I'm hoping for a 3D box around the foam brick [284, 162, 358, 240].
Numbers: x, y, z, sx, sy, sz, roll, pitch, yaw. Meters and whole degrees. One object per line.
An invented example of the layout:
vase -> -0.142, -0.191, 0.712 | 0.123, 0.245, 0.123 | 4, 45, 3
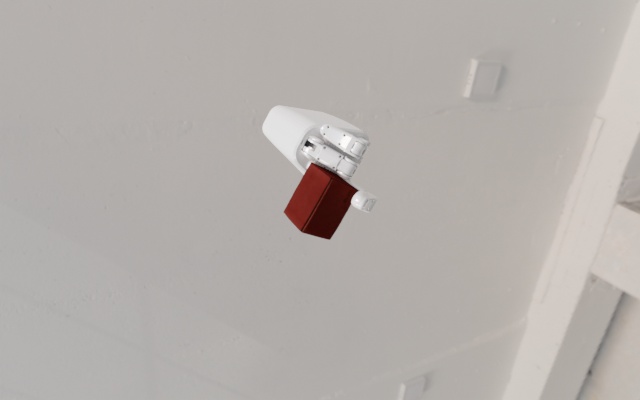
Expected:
foam brick -> 0.000, 0.002, 0.612 | 0.053, 0.078, 0.051 | 22, 12, -43
